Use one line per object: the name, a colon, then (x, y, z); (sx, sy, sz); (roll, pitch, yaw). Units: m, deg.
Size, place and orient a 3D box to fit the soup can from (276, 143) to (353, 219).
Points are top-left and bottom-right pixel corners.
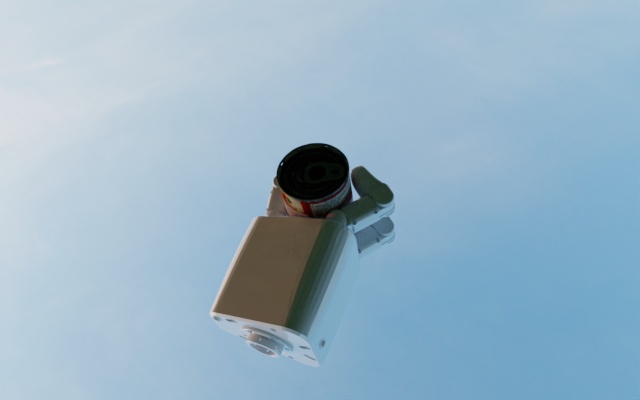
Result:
soup can: (0.000, 0.001, 0.477); (0.068, 0.068, 0.102); (0, -35, 10)
